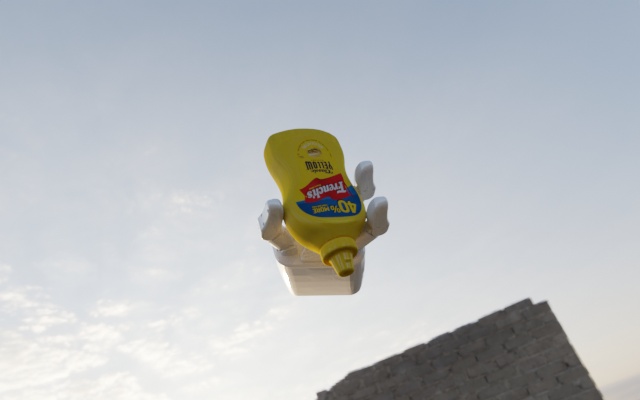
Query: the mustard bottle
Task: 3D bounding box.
[{"bbox_3d":[0.000,0.001,0.552,0.096,0.191,0.058,-1,-37,-25],"label":"mustard bottle"}]
